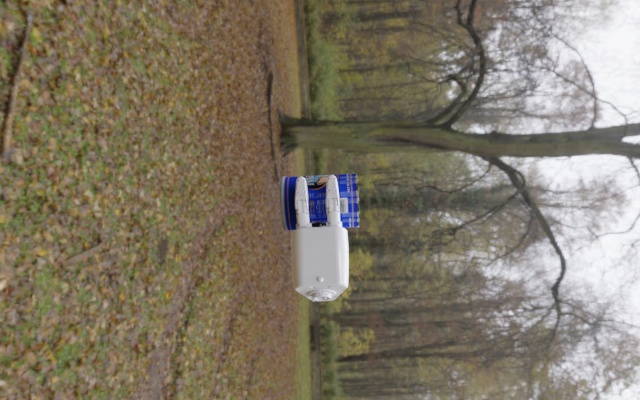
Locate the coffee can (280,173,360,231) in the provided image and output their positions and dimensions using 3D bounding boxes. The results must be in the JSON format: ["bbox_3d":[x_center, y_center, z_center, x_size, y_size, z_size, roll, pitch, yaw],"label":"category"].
[{"bbox_3d":[0.000,0.003,0.897,0.140,0.103,0.103,-3,0,2],"label":"coffee can"}]
